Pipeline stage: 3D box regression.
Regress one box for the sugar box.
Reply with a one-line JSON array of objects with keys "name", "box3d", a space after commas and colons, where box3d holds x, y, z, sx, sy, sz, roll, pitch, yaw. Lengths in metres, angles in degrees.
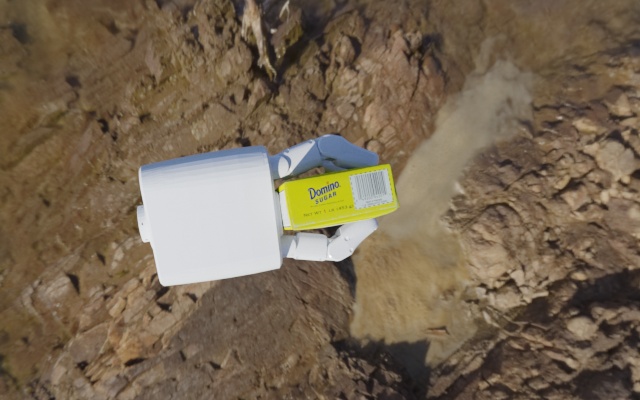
[{"name": "sugar box", "box3d": [0.000, 0.001, 0.466, 0.093, 0.048, 0.176, -10, 1, -13]}]
